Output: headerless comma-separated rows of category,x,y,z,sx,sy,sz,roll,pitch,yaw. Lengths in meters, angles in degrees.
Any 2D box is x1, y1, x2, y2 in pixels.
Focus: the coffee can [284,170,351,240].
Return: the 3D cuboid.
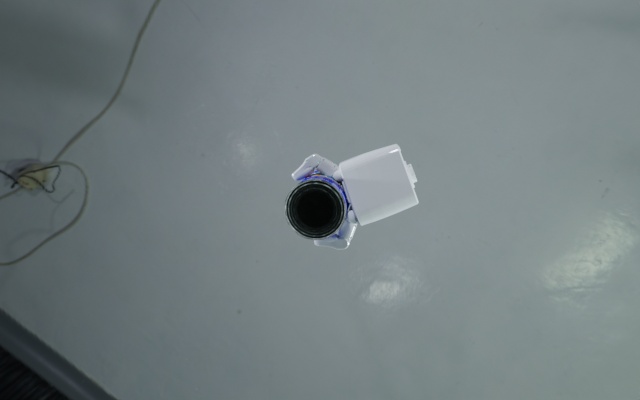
coffee can,0.000,0.003,0.844,0.103,0.103,0.140,0,11,8
